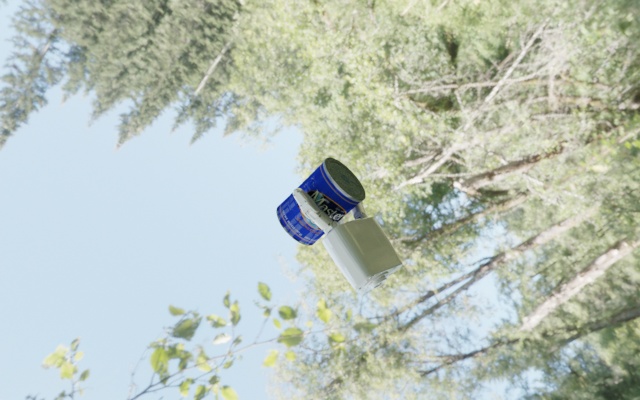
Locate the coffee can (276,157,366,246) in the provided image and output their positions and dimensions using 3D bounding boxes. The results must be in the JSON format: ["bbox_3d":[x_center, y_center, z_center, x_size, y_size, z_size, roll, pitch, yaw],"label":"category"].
[{"bbox_3d":[0.000,0.003,0.898,0.140,0.102,0.103,-43,-21,24],"label":"coffee can"}]
